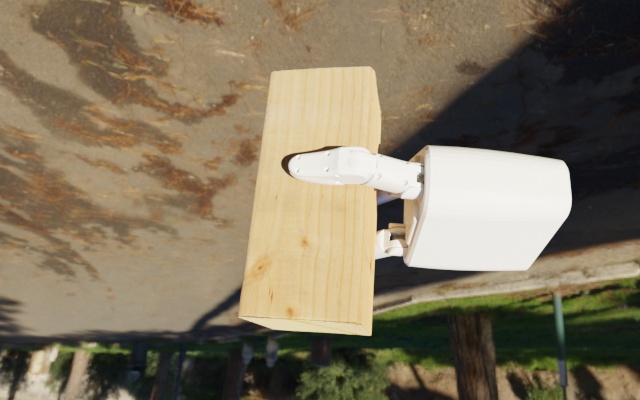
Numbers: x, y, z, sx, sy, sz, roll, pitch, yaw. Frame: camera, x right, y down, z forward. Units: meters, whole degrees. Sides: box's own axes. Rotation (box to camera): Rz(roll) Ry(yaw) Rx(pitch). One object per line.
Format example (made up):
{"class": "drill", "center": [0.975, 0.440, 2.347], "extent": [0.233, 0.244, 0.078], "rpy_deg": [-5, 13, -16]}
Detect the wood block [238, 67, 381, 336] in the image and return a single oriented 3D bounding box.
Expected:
{"class": "wood block", "center": [0.000, 0.001, 0.403], "extent": [0.090, 0.206, 0.091], "rpy_deg": [1, -20, 12]}
